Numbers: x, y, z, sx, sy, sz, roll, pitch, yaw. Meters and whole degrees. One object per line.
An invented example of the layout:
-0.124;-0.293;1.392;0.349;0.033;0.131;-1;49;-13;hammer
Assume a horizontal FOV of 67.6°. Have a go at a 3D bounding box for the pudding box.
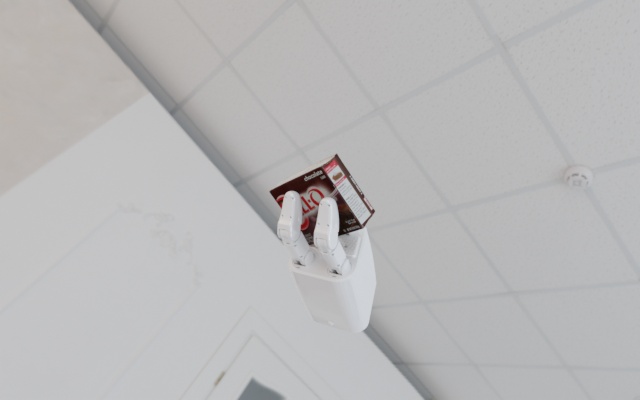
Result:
0.000;0.002;0.594;0.113;0.090;0.039;-23;17;46;pudding box
